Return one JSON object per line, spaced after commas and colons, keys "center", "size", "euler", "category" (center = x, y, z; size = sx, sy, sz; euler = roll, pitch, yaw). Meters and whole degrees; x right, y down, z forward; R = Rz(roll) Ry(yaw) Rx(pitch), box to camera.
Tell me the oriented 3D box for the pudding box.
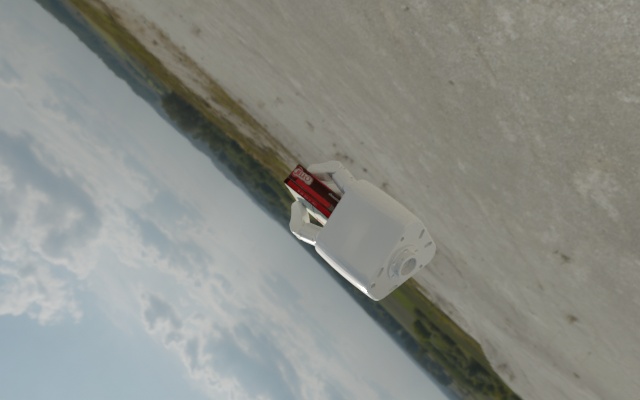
{"center": [0.000, 0.002, 0.686], "size": [0.090, 0.039, 0.113], "euler": [40, -8, 16], "category": "pudding box"}
